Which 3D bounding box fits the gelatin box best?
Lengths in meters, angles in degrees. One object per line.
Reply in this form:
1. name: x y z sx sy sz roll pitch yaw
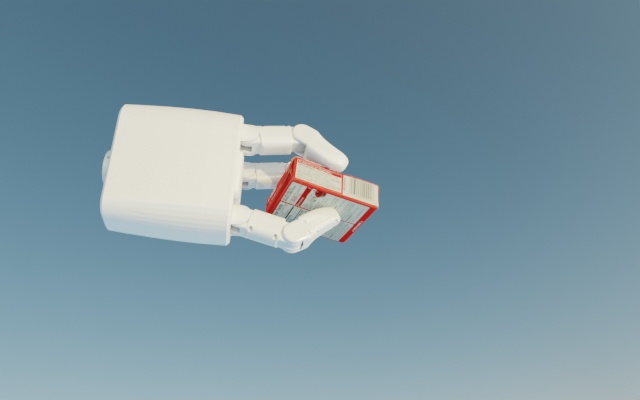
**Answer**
1. gelatin box: 0.000 0.002 0.456 0.089 0.030 0.073 18 -38 -16
